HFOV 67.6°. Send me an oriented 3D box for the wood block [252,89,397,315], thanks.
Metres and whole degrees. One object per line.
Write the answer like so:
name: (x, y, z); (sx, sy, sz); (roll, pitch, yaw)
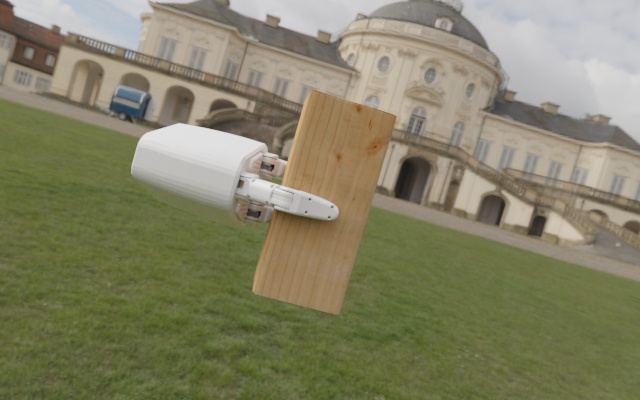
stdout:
wood block: (0.000, 0.001, 0.506); (0.090, 0.206, 0.091); (16, 1, -7)
